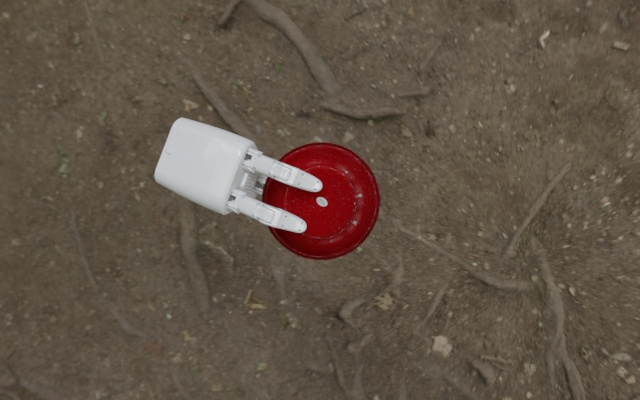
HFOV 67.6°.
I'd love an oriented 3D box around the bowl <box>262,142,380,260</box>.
[{"bbox_3d":[0.001,0.002,0.627,0.162,0.162,0.055,0,2,1],"label":"bowl"}]
